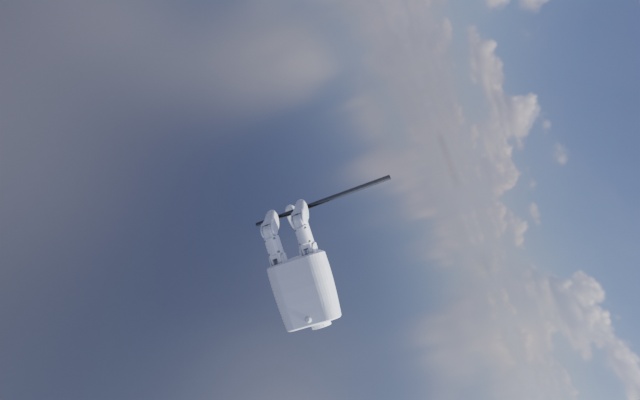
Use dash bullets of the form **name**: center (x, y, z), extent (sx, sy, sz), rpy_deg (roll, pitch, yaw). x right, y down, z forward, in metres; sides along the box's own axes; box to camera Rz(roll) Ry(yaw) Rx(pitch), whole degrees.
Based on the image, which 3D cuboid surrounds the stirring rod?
- **stirring rod**: center (0.000, 0.003, 0.782), extent (0.239, 0.011, 0.011), rpy_deg (-20, -6, 16)
